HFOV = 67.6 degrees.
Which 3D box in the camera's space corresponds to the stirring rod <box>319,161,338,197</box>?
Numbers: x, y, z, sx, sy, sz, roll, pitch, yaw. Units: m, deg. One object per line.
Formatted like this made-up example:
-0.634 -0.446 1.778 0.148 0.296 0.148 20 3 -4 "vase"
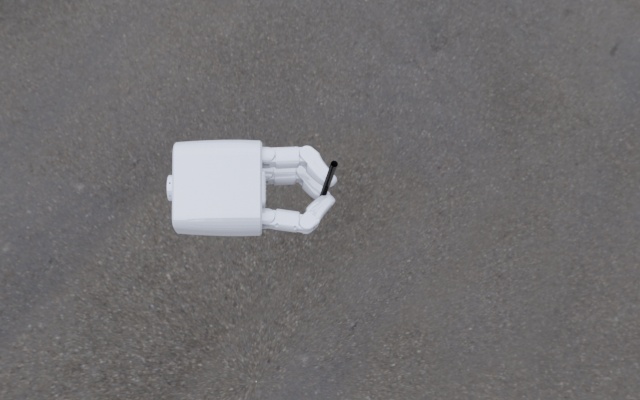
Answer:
0.000 0.002 0.636 0.011 0.011 0.240 0 -21 -8 "stirring rod"
